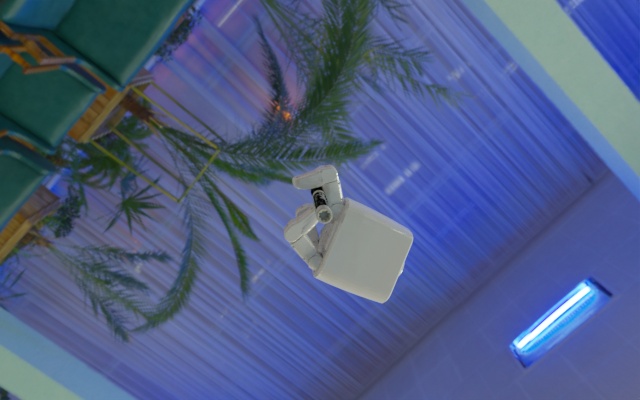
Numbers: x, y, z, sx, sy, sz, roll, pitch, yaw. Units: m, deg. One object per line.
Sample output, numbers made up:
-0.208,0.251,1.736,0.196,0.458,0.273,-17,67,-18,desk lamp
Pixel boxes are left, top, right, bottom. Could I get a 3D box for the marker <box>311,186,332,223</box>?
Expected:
0.000,0.002,0.603,0.020,0.020,0.121,0,15,-4,marker
